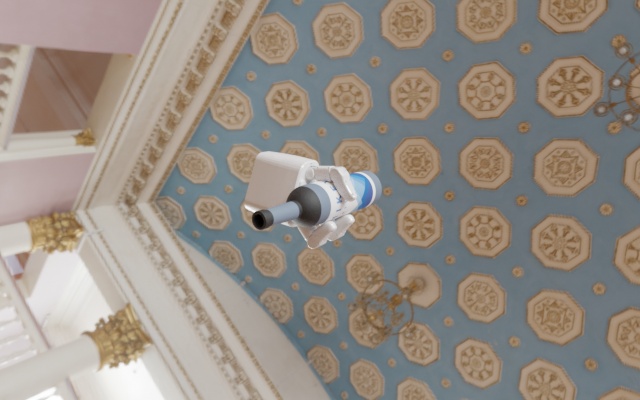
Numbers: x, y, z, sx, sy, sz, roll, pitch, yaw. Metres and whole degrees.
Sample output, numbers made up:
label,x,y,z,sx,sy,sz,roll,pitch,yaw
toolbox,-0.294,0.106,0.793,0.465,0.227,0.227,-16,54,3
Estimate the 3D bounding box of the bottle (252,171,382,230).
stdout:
label,x,y,z,sx,sy,sz,roll,pitch,yaw
bottle,0.000,0.002,0.771,0.069,0.069,0.295,0,10,36
